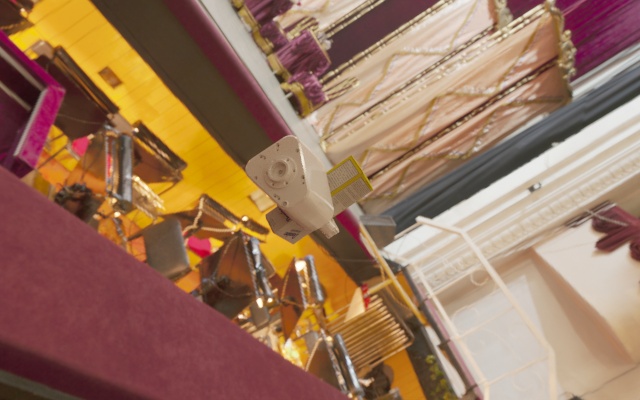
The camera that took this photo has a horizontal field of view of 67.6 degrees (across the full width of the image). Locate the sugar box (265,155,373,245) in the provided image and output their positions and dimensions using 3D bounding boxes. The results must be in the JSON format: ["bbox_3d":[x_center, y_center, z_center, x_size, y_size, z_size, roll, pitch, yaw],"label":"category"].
[{"bbox_3d":[0.000,0.002,0.809,0.176,0.048,0.093,-32,-24,6],"label":"sugar box"}]
